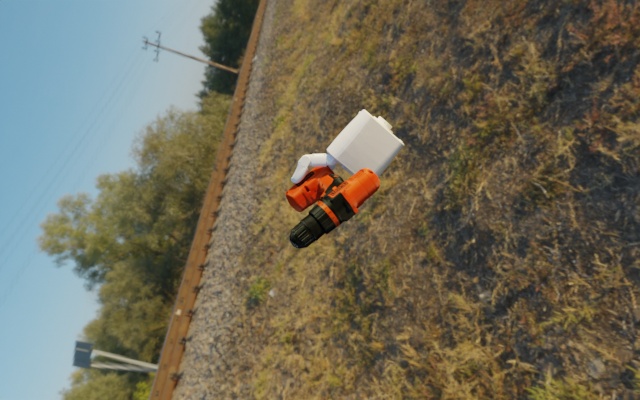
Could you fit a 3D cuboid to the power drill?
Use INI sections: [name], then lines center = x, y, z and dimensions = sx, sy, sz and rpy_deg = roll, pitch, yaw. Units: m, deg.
[power drill]
center = 0.000, 0.003, 0.865
dimensions = 0.184, 0.057, 0.187
rpy_deg = -38, 23, -10
